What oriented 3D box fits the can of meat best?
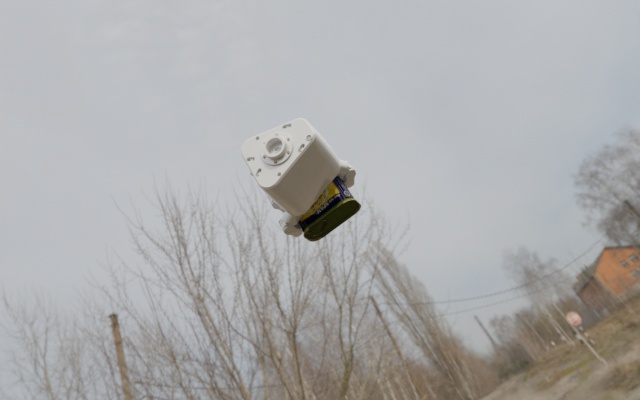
[{"bbox_3d":[0.000,0.002,0.777,0.102,0.084,0.057,-37,-28,9],"label":"can of meat"}]
